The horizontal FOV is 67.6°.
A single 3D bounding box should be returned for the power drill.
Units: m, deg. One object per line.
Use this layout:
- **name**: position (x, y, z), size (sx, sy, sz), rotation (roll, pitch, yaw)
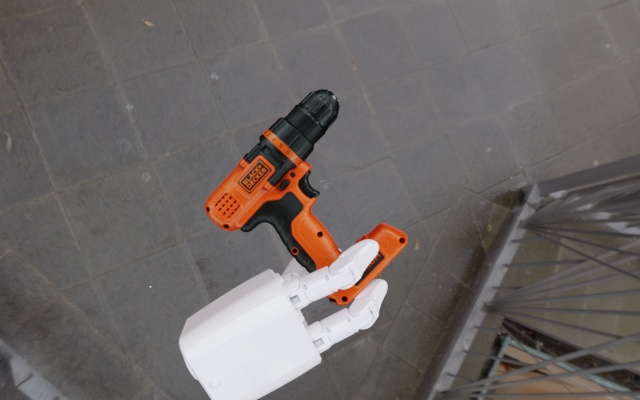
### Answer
- **power drill**: position (0.000, 0.002, 0.506), size (0.187, 0.184, 0.057), rotation (43, 3, 0)
